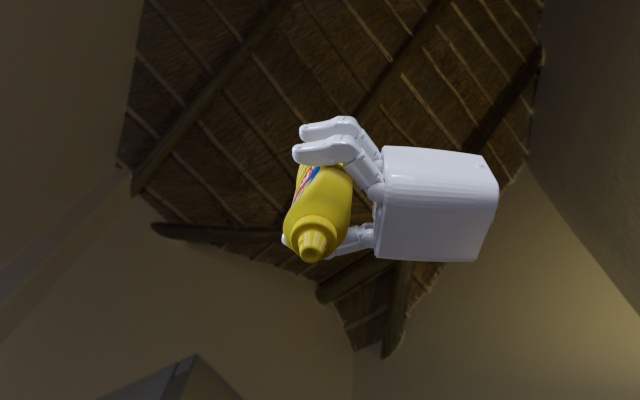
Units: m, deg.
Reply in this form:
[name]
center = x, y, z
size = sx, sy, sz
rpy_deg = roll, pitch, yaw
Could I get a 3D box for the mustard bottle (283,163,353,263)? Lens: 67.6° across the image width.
[mustard bottle]
center = 0.000, 0.001, 0.481
size = 0.058, 0.096, 0.191
rpy_deg = 26, 27, -9
